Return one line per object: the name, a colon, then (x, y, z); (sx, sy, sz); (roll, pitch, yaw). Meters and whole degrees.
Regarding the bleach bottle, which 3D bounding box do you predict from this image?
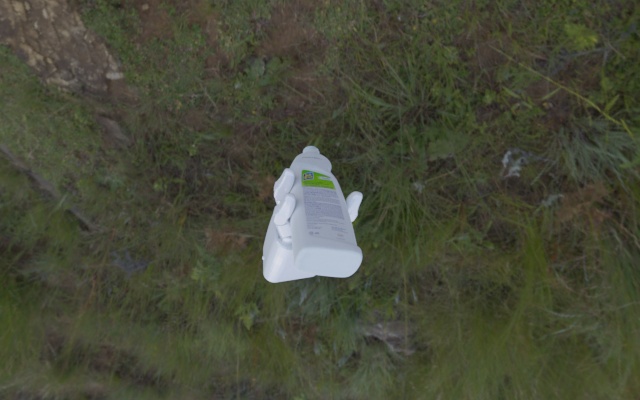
bleach bottle: (0.000, 0.003, 0.780); (0.102, 0.250, 0.068); (9, -46, -15)
